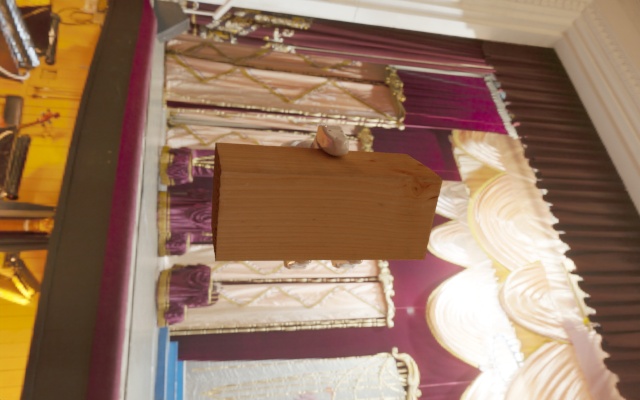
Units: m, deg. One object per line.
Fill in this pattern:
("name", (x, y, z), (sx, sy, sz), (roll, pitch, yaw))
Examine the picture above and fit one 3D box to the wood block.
("wood block", (0.000, 0.001, 0.474), (0.206, 0.091, 0.090), (1, 21, -16))
